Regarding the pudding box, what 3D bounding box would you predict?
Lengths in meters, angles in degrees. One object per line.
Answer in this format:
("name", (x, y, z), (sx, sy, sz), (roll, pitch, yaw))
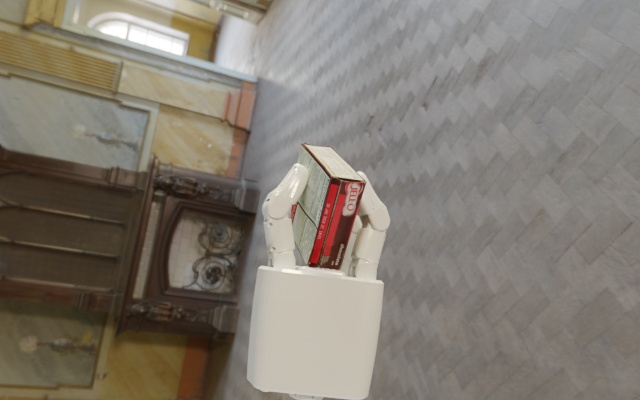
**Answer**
("pudding box", (0.000, 0.002, 0.467), (0.039, 0.090, 0.113), (8, 20, -22))
